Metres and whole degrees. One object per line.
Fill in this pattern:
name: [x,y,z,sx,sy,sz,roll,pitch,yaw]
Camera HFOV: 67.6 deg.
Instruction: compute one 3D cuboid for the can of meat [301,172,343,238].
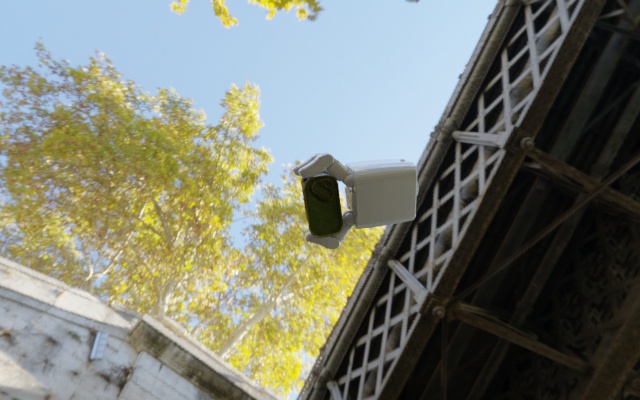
can of meat: [0.000,0.003,0.812,0.057,0.102,0.084,-9,12,-5]
